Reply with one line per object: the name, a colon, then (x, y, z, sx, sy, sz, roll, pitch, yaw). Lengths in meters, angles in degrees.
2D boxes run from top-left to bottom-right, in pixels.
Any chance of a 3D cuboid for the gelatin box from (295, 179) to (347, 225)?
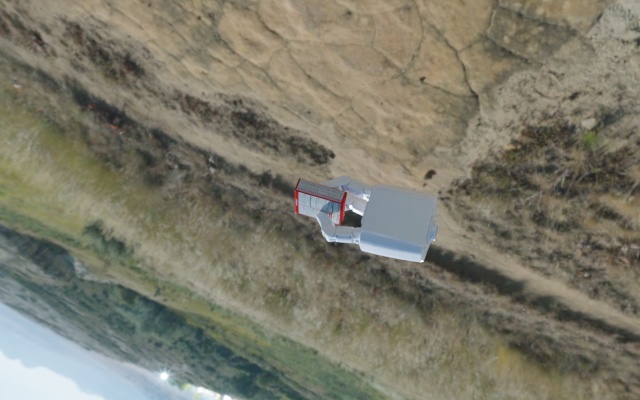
gelatin box: (0.000, 0.003, 0.842, 0.089, 0.030, 0.073, 15, -32, 8)
